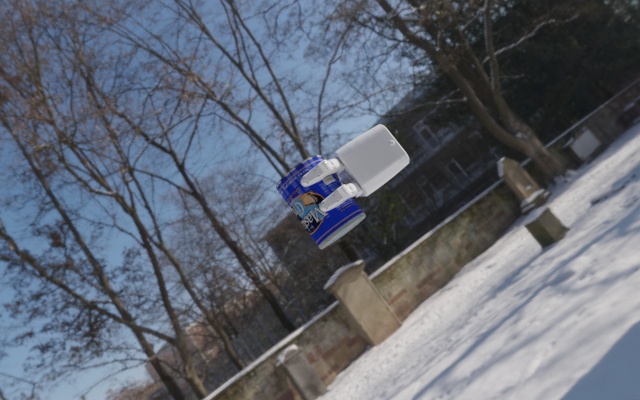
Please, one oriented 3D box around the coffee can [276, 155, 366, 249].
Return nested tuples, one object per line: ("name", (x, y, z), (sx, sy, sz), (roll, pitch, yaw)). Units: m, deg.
("coffee can", (0.000, 0.003, 0.871), (0.103, 0.140, 0.103), (-36, -9, -7))
